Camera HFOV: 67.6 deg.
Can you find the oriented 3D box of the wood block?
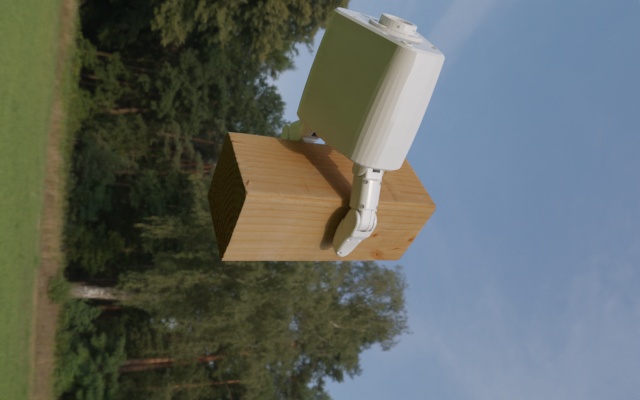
[{"bbox_3d":[0.000,0.002,0.493,0.206,0.090,0.090,4,43,-28],"label":"wood block"}]
